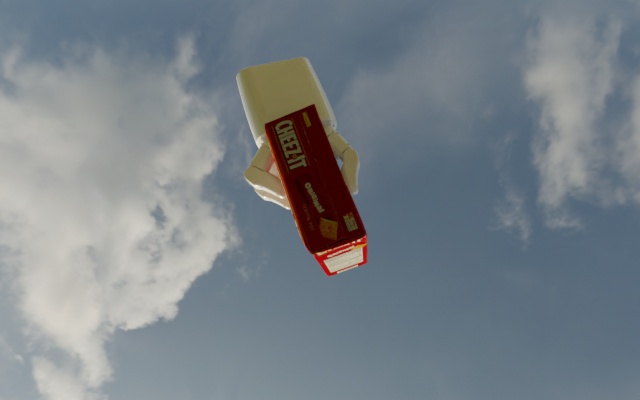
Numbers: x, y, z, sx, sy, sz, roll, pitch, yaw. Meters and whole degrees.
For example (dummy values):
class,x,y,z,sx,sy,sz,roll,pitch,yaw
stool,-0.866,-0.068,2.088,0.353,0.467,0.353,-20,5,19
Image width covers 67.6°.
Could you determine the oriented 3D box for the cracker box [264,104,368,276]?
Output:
class,x,y,z,sx,sy,sz,roll,pitch,yaw
cracker box,0.000,0.002,0.615,0.072,0.164,0.214,-21,-16,0
